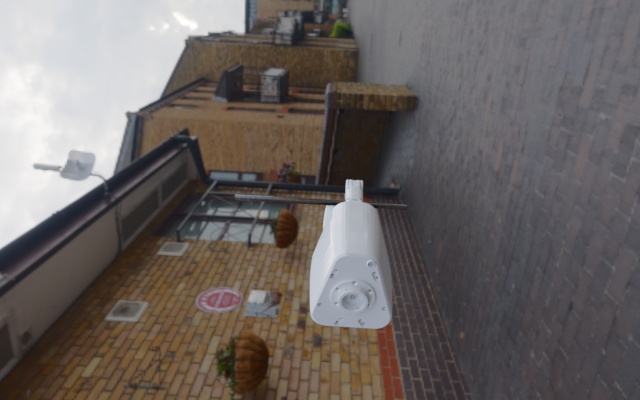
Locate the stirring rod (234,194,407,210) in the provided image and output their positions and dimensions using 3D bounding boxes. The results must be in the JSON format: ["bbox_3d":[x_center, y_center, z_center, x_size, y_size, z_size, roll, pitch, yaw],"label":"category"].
[{"bbox_3d":[0.000,0.002,0.667,0.239,0.011,0.011,3,0,1],"label":"stirring rod"}]
